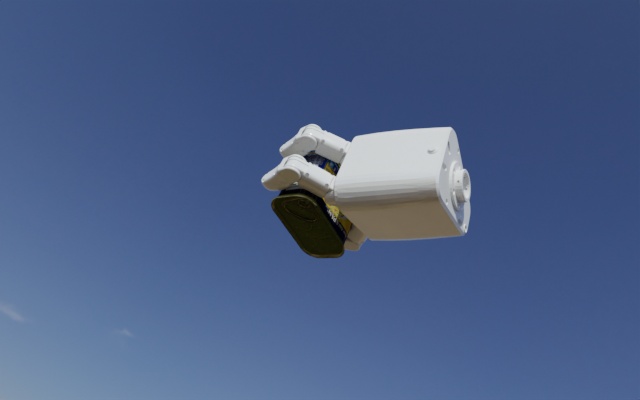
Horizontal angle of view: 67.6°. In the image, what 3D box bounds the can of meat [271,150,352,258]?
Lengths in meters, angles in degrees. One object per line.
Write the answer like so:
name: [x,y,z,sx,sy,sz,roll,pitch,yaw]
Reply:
can of meat: [0.000,0.002,0.546,0.057,0.084,0.102,-6,-47,33]
